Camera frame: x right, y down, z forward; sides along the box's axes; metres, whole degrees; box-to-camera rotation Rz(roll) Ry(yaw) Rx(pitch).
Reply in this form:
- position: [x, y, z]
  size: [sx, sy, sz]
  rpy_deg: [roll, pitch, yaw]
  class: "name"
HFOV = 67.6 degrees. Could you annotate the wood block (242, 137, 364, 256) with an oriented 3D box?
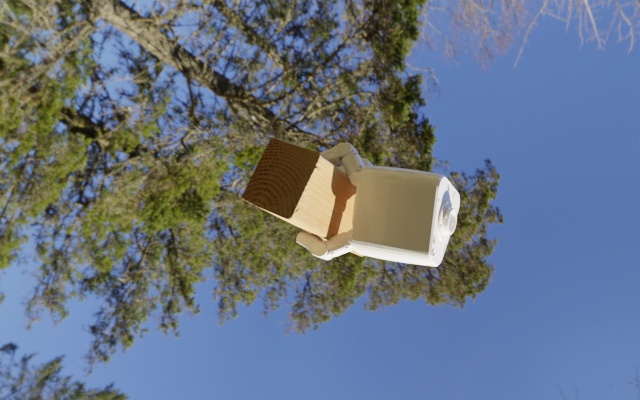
- position: [0.000, 0.003, 0.671]
  size: [0.090, 0.091, 0.206]
  rpy_deg: [22, -6, 35]
  class: "wood block"
